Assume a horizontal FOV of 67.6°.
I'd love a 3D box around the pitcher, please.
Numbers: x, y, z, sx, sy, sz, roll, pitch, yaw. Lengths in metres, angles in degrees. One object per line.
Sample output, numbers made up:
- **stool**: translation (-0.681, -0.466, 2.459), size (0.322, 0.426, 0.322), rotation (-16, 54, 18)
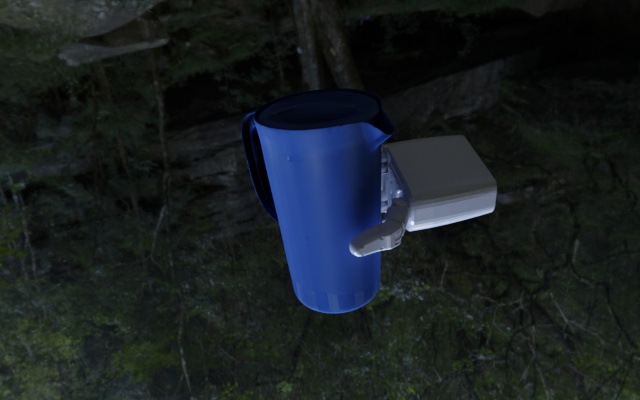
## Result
- **pitcher**: translation (0.000, 0.002, 0.548), size (0.145, 0.243, 0.149), rotation (-11, 28, -10)
